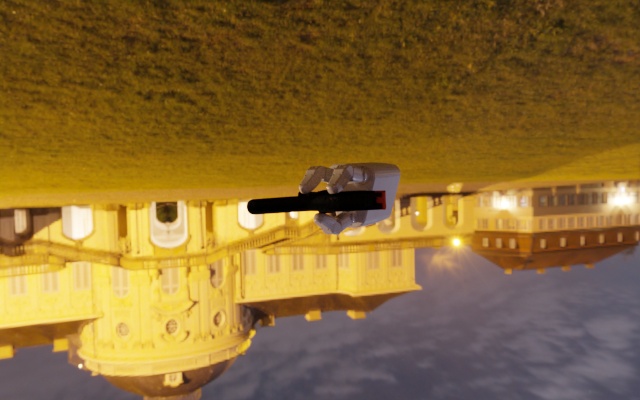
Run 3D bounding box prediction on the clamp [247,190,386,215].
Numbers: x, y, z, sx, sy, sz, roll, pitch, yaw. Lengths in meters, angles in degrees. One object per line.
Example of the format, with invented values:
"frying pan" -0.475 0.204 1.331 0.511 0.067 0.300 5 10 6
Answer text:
"clamp" 0.001 0.003 0.757 0.210 0.036 0.164 0 7 36
